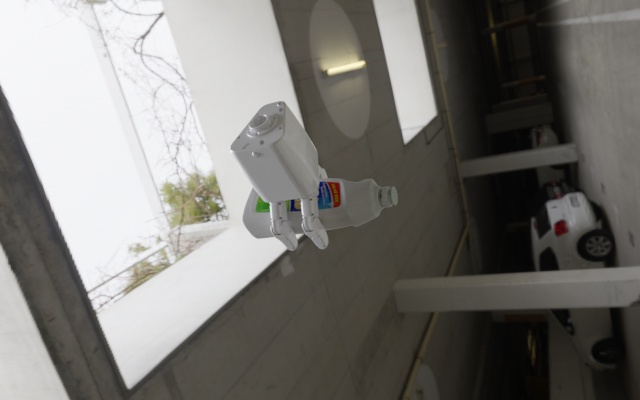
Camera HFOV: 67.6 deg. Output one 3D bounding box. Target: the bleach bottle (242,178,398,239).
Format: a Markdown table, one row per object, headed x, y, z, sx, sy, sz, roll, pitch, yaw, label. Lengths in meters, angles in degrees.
| x | y | z | sx | sy | sz | roll | pitch | yaw | label |
| --- | --- | --- | --- | --- | --- | --- | --- | --- | --- |
| 0.000 | 0.003 | 0.762 | 0.251 | 0.102 | 0.068 | -8 | -44 | 27 | bleach bottle |
